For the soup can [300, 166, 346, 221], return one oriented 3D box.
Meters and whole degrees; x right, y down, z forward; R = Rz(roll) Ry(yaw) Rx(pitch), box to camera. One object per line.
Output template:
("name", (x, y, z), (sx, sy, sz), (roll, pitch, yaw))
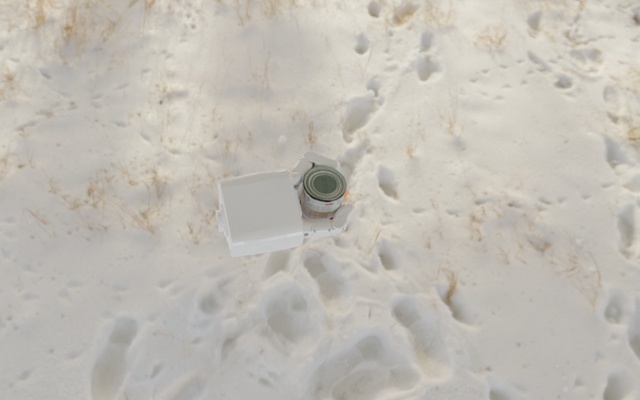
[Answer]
("soup can", (0.001, 0.002, 0.751), (0.068, 0.068, 0.102), (0, -35, -9))
